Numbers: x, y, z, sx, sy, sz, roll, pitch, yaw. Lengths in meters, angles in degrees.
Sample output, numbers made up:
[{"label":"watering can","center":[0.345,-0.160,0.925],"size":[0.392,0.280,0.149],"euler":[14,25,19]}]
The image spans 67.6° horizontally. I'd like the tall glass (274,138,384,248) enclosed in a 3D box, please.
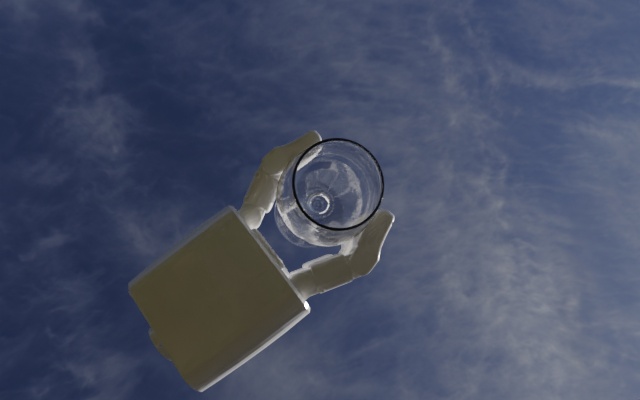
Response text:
[{"label":"tall glass","center":[0.000,0.001,0.409],"size":[0.079,0.079,0.201],"euler":[0,-7,-7]}]
